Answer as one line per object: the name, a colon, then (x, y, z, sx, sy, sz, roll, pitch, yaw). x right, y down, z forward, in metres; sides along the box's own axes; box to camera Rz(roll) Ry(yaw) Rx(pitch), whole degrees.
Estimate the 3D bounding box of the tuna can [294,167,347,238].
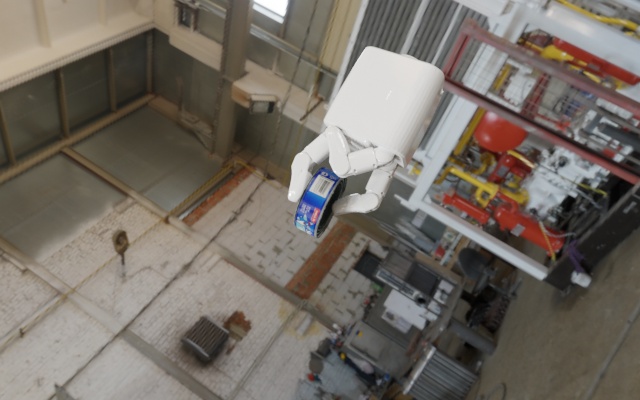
tuna can: (0.000, 0.002, 0.601, 0.034, 0.086, 0.086, 25, 5, 11)
